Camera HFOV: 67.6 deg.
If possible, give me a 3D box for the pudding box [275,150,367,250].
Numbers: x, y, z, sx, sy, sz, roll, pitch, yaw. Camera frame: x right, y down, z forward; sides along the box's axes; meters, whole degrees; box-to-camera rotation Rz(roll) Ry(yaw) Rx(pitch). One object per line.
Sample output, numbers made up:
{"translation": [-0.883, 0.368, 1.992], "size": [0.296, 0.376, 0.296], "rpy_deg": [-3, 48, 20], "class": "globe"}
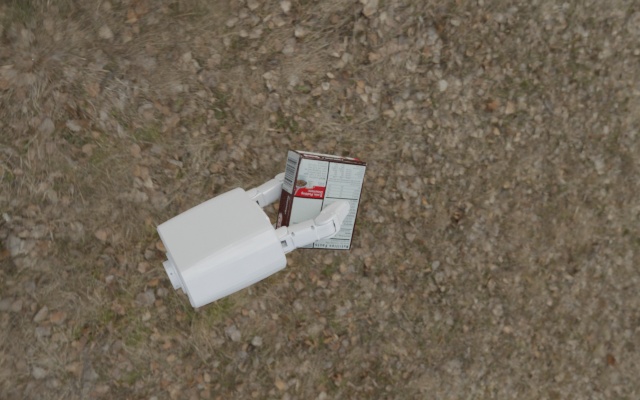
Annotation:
{"translation": [0.000, 0.002, 0.566], "size": [0.090, 0.113, 0.039], "rpy_deg": [5, 15, -26], "class": "pudding box"}
